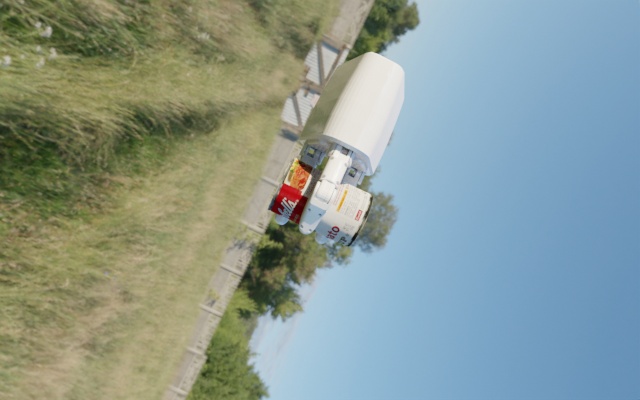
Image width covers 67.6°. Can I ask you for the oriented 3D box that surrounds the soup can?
[{"bbox_3d":[0.000,0.002,0.544,0.102,0.068,0.068,26,-2,-4],"label":"soup can"}]
